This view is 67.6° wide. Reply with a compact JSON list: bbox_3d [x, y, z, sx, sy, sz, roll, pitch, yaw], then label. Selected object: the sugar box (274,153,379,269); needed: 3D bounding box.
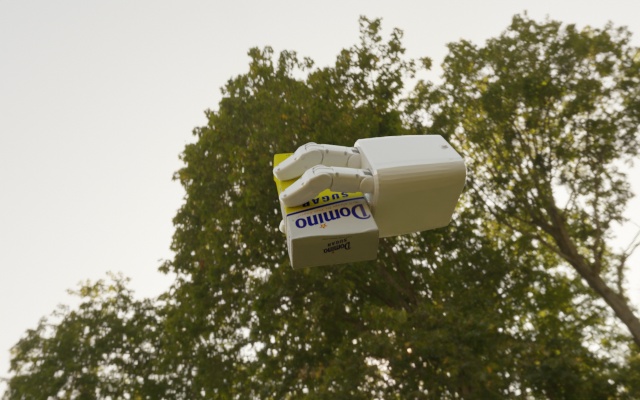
[{"bbox_3d":[0.000,0.001,0.554,0.093,0.048,0.176,-6,32,-9],"label":"sugar box"}]
